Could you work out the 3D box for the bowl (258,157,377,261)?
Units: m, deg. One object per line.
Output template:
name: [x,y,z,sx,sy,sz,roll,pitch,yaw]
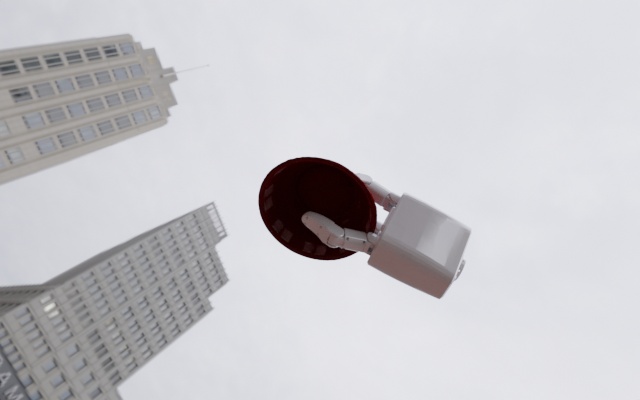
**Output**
bowl: [-0.001,0.001,0.646,0.162,0.162,0.055,0,32,16]
